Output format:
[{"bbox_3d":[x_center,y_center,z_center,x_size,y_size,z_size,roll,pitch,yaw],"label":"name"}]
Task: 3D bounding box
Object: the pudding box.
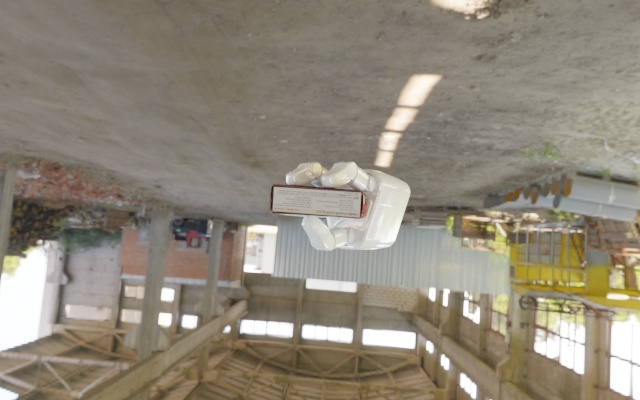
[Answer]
[{"bbox_3d":[0.000,0.002,0.602,0.113,0.039,0.090,2,-2,7],"label":"pudding box"}]
